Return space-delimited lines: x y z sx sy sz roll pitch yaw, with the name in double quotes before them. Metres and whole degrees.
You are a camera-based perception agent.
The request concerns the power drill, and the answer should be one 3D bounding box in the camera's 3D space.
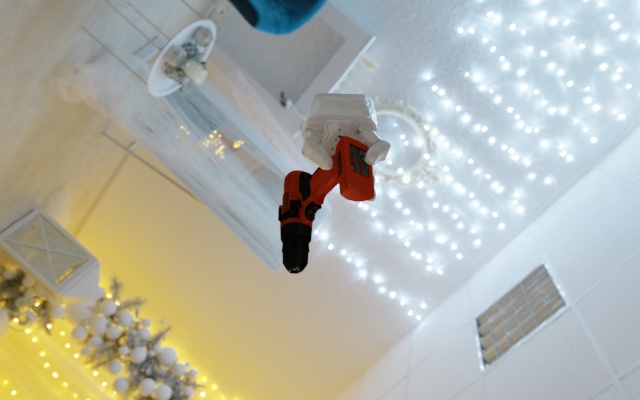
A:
"power drill" 0.000 0.002 0.730 0.057 0.184 0.188 21 -38 -32
